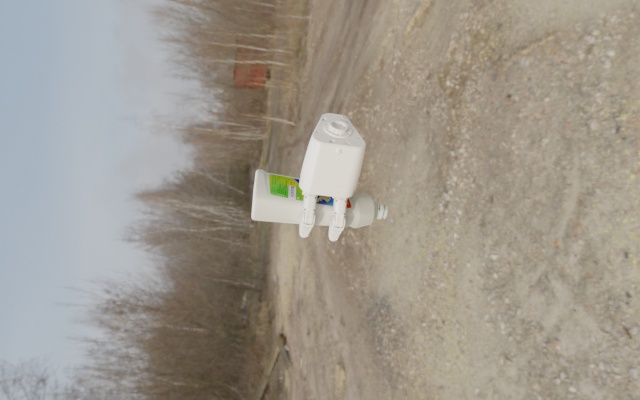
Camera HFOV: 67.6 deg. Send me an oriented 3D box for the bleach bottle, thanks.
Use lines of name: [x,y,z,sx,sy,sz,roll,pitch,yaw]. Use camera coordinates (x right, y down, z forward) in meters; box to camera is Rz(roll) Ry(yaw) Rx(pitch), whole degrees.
bleach bottle: [0.000,0.003,0.897,0.251,0.068,0.102,6,38,-9]
